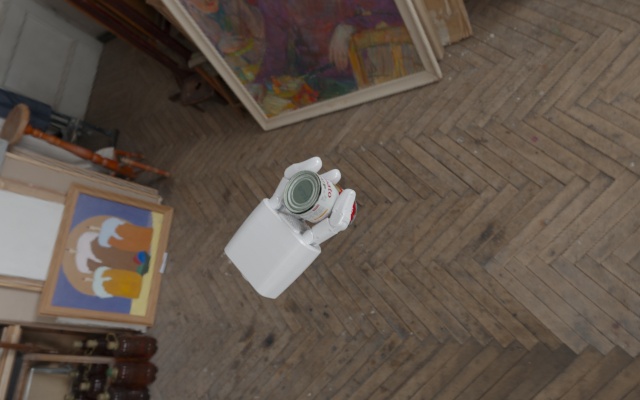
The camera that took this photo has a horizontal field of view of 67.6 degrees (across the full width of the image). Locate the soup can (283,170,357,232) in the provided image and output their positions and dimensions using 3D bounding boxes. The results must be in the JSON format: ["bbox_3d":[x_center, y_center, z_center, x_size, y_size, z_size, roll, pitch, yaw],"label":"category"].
[{"bbox_3d":[0.000,0.002,0.715,0.068,0.068,0.102,0,-18,36],"label":"soup can"}]
